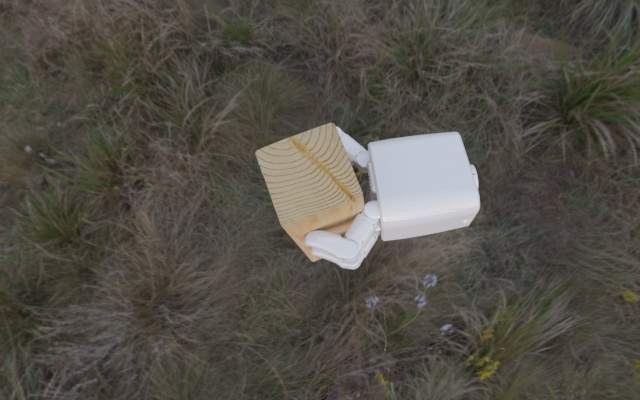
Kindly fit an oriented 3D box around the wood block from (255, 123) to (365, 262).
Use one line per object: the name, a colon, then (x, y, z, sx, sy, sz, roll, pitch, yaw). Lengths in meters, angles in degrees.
wood block: (0.000, 0.001, 0.579, 0.090, 0.090, 0.206, -21, -19, 1)
